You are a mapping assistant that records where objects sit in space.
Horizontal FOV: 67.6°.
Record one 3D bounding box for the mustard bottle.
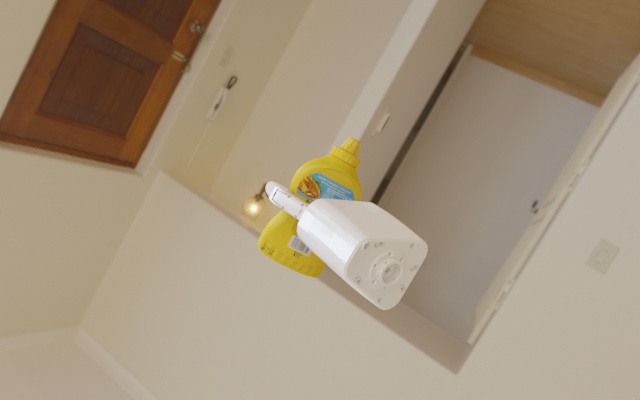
[{"bbox_3d":[0.000,0.002,0.643,0.096,0.191,0.058,28,6,-12],"label":"mustard bottle"}]
